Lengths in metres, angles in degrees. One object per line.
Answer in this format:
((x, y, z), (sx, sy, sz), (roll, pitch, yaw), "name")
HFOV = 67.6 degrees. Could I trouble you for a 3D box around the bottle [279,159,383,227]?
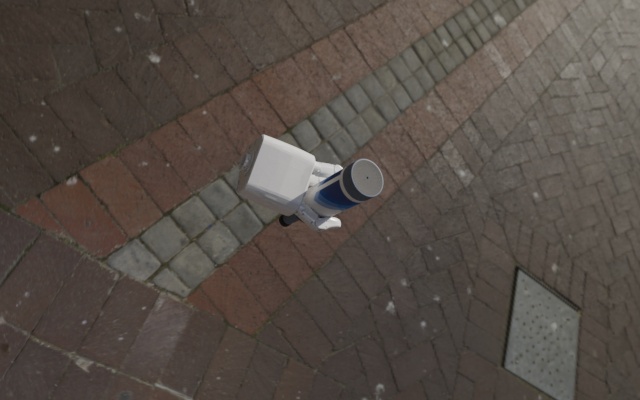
((0.000, 0.003, 0.896), (0.069, 0.069, 0.296), (0, -16, -33), "bottle")
